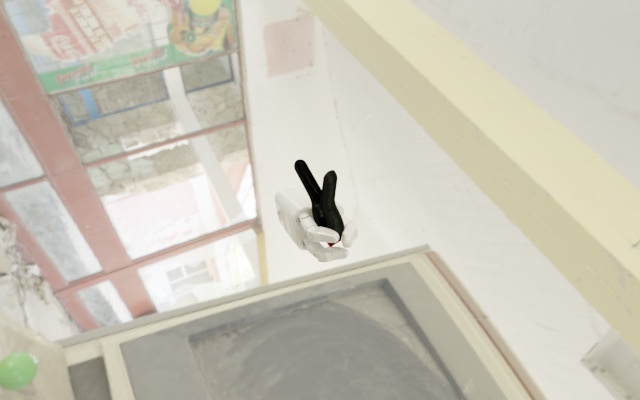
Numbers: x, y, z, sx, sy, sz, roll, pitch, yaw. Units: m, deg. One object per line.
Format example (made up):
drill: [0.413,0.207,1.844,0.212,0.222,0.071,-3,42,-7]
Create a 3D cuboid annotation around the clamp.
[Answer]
clamp: [0.001,0.003,0.875,0.039,0.172,0.120,-22,34,-21]
